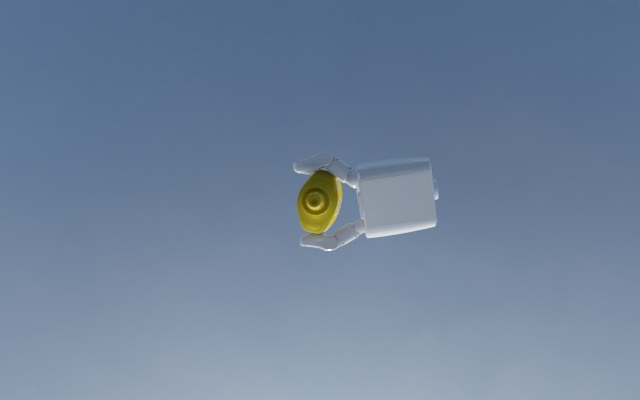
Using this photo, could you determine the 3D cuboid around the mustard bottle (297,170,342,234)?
[{"bbox_3d":[0.000,0.002,0.734,0.058,0.096,0.191,17,1,4],"label":"mustard bottle"}]
